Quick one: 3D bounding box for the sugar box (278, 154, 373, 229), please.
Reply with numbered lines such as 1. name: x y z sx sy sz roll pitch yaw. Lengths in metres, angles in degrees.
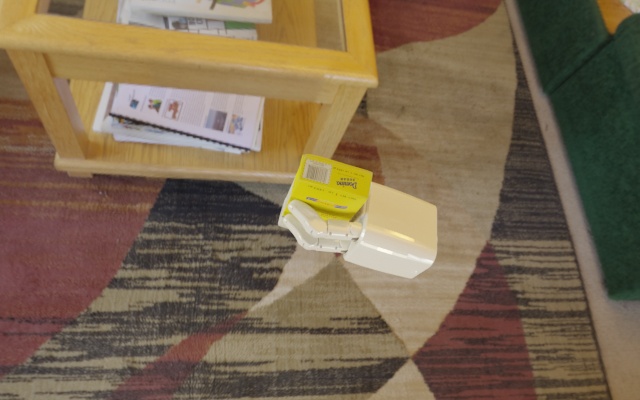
1. sugar box: 0.000 0.003 0.667 0.093 0.048 0.176 16 -27 -6
